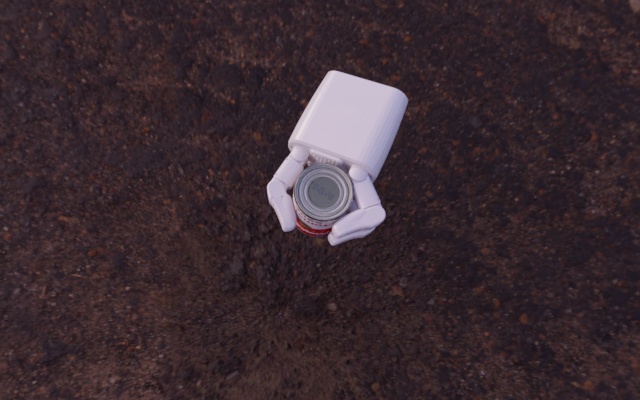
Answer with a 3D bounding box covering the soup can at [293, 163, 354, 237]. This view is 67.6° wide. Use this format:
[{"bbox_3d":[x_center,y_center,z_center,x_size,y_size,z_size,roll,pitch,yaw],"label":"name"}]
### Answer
[{"bbox_3d":[0.000,0.002,0.564,0.068,0.068,0.102,0,-13,-5],"label":"soup can"}]
